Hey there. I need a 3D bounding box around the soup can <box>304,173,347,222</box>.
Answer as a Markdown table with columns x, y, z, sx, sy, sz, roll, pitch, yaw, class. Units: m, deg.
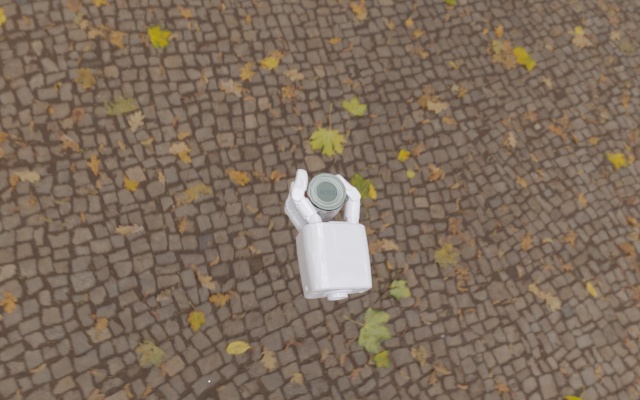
| x | y | z | sx | sy | sz | roll | pitch | yaw | class |
| --- | --- | --- | --- | --- | --- | --- | --- | --- | --- |
| 0.000 | 0.002 | 0.822 | 0.068 | 0.068 | 0.102 | 0 | -20 | -13 | soup can |
